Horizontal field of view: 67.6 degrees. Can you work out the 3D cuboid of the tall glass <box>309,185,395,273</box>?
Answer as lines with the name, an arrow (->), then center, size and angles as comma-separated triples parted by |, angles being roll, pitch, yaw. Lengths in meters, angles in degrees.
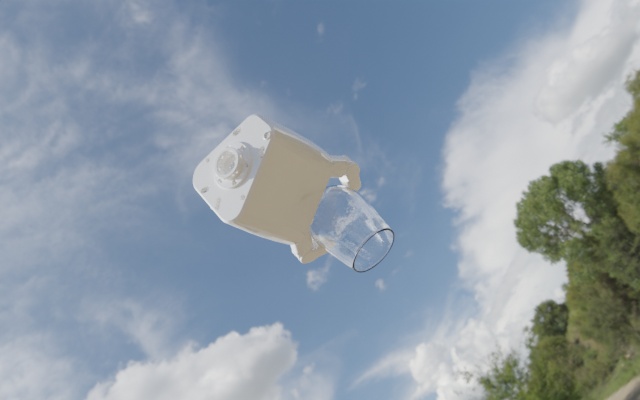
tall glass -> 0.000, 0.002, 0.590 | 0.079, 0.079, 0.201 | 0, 34, -47
